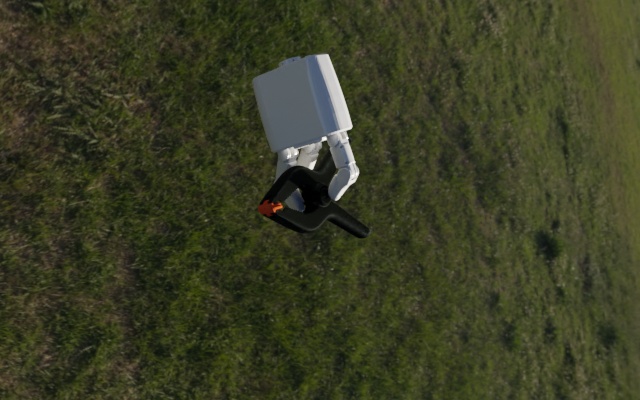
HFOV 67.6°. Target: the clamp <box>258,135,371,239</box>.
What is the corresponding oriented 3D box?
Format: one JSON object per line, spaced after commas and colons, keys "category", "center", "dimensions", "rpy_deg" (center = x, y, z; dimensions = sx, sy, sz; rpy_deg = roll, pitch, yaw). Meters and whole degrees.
{"category": "clamp", "center": [0.000, 0.002, 0.686], "dimensions": [0.036, 0.164, 0.210], "rpy_deg": [-11, 9, 42]}
